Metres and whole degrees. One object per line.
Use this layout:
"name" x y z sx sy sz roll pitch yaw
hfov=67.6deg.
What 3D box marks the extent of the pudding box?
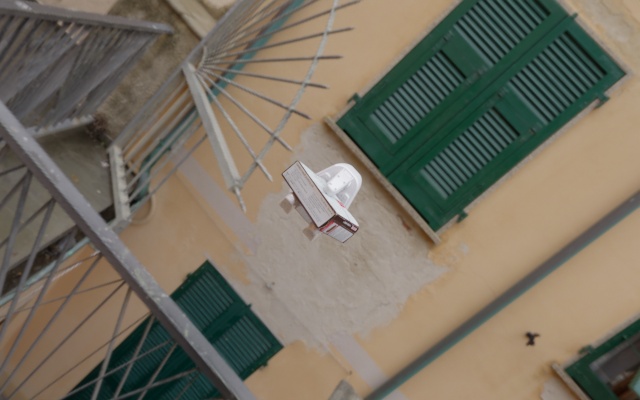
"pudding box" 0.000 0.002 0.703 0.039 0.113 0.090 -42 -30 9
